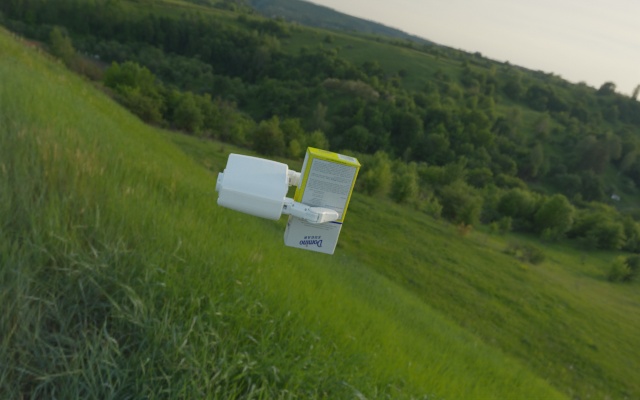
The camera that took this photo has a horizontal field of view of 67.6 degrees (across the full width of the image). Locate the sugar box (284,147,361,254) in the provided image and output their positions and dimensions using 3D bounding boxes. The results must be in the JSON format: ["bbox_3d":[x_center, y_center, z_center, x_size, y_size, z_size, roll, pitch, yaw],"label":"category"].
[{"bbox_3d":[0.000,0.002,0.845,0.093,0.176,0.048,13,21,-12],"label":"sugar box"}]
